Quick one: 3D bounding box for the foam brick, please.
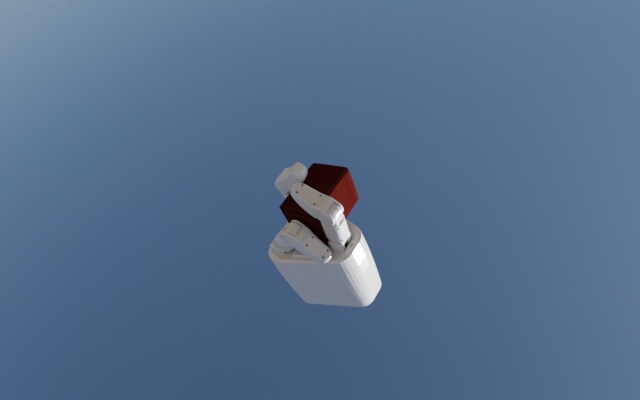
[{"bbox_3d":[0.000,0.002,0.562,0.053,0.078,0.051,13,-35,37],"label":"foam brick"}]
